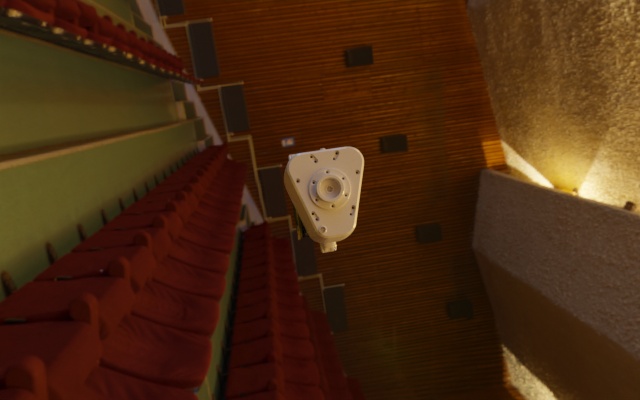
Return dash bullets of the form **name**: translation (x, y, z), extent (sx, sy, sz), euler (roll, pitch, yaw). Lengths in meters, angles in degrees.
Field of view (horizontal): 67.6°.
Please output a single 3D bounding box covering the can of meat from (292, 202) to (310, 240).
- **can of meat**: translation (0.000, 0.002, 0.715), extent (0.084, 0.102, 0.057), euler (-8, -9, -4)
